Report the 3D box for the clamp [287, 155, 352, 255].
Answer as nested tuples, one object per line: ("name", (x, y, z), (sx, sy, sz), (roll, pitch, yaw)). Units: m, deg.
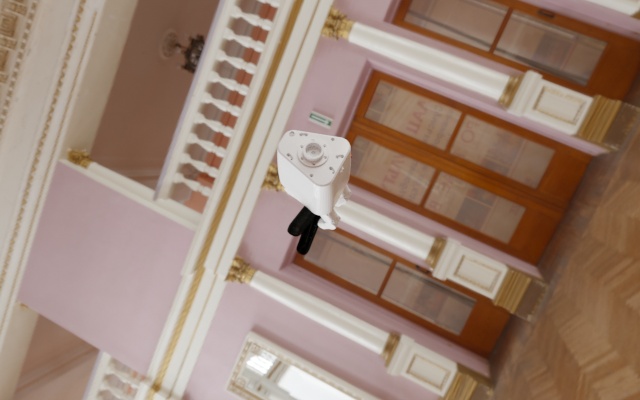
("clamp", (0.000, 0.002, 0.896), (0.036, 0.210, 0.165), (26, -22, 10))
